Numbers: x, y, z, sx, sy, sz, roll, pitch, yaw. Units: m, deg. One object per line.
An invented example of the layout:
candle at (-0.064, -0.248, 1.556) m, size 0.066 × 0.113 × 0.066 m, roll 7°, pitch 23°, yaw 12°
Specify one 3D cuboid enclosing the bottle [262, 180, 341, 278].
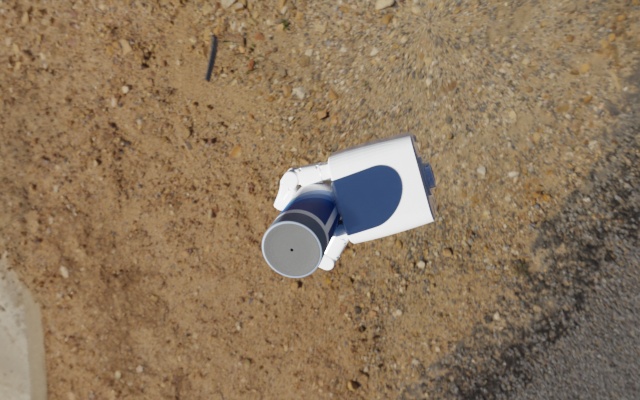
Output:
bottle at (0.000, 0.002, 0.635) m, size 0.069 × 0.069 × 0.295 m, roll 0°, pitch 20°, yaw 13°
